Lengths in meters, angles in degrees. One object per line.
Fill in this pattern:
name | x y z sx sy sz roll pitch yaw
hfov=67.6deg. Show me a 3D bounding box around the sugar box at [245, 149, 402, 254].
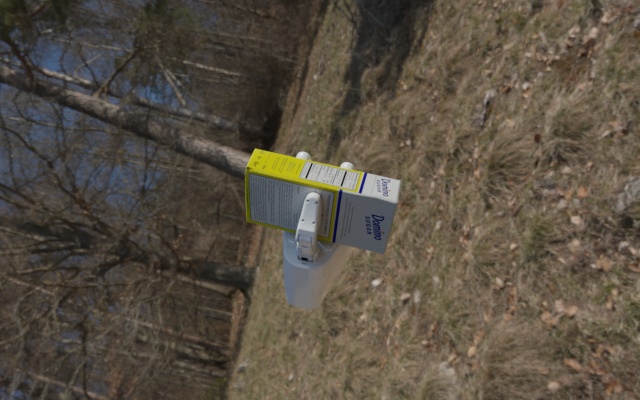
sugar box | 0.000 0.002 0.568 0.176 0.093 0.048 12 46 5
